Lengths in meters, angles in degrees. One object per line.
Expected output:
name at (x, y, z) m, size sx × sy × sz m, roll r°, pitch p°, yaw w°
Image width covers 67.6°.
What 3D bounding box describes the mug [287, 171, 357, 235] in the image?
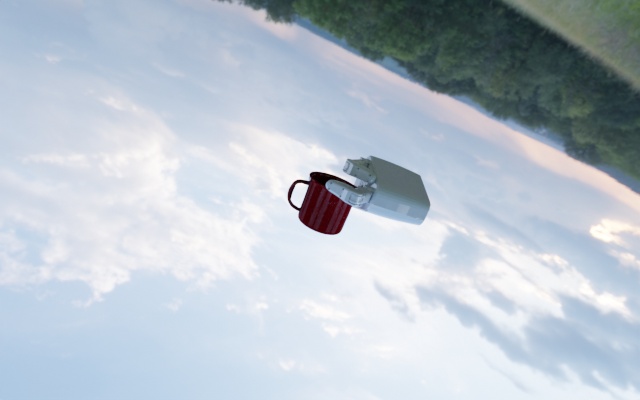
mug at (-0.001, 0.002, 0.811) m, size 0.117 × 0.081 × 0.093 m, roll 17°, pitch 18°, yaw -12°
